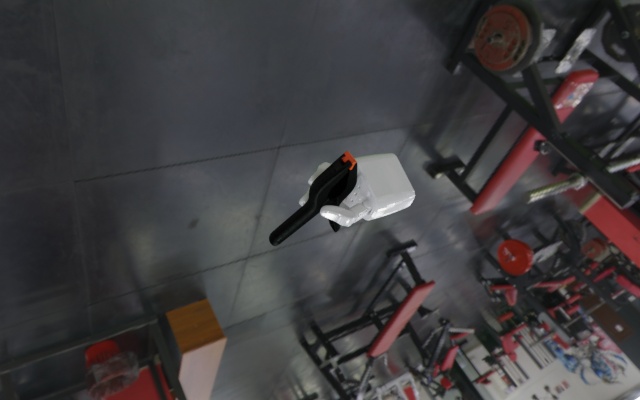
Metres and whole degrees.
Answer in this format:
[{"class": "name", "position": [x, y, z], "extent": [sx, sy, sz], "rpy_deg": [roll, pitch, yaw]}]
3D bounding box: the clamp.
[{"class": "clamp", "position": [0.001, 0.003, 0.839], "extent": [0.164, 0.036, 0.210], "rpy_deg": [-15, -34, -36]}]
